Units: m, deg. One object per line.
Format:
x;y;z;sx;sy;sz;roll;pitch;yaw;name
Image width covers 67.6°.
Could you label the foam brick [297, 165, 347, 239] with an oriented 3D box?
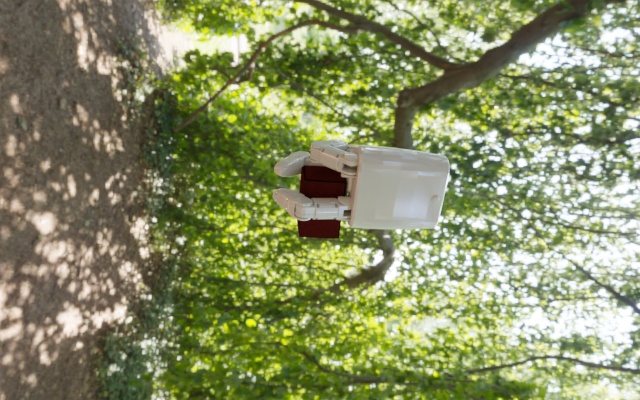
0.000;0.002;0.592;0.051;0.078;0.053;3;24;-7;foam brick
